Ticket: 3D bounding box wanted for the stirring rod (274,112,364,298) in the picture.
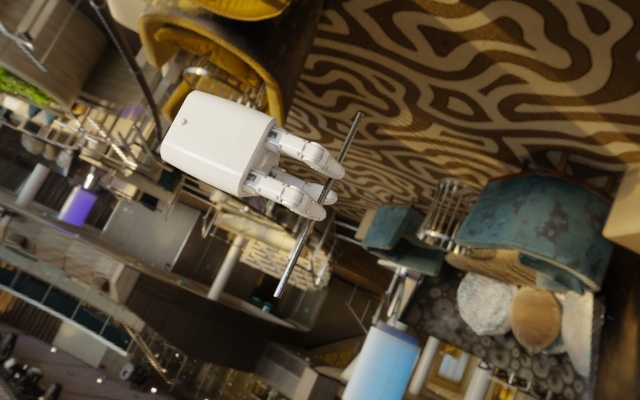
[{"bbox_3d":[0.000,0.002,0.562,0.011,0.239,0.011,24,-10,5],"label":"stirring rod"}]
